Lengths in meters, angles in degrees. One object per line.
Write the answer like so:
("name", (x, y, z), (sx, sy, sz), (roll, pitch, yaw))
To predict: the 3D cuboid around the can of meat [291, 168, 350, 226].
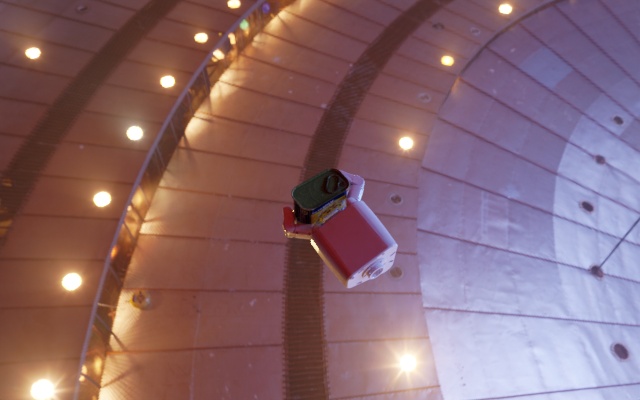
("can of meat", (0.000, 0.003, 0.860), (0.102, 0.057, 0.084), (-30, -30, -20))
